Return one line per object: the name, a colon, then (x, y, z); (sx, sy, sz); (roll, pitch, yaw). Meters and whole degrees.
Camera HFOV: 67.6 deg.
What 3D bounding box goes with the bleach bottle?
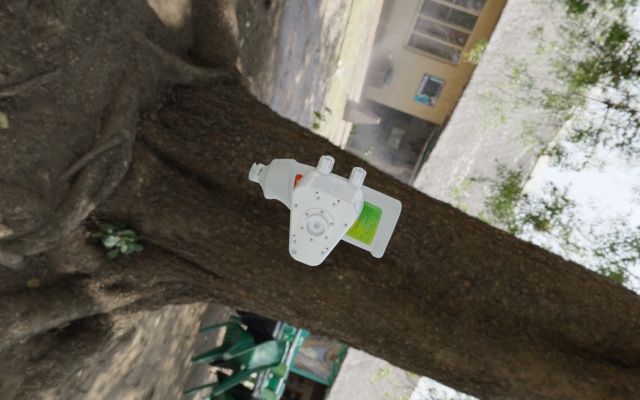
bleach bottle: (0.000, 0.003, 0.792); (0.251, 0.102, 0.068); (21, 13, 3)
